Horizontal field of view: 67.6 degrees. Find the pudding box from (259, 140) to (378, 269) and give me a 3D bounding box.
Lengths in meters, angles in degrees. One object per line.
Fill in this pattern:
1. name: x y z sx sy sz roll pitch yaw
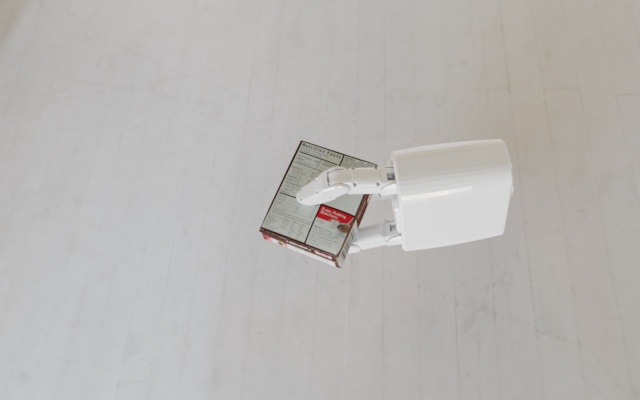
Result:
1. pudding box: 0.000 0.002 0.500 0.090 0.113 0.039 19 -20 15
